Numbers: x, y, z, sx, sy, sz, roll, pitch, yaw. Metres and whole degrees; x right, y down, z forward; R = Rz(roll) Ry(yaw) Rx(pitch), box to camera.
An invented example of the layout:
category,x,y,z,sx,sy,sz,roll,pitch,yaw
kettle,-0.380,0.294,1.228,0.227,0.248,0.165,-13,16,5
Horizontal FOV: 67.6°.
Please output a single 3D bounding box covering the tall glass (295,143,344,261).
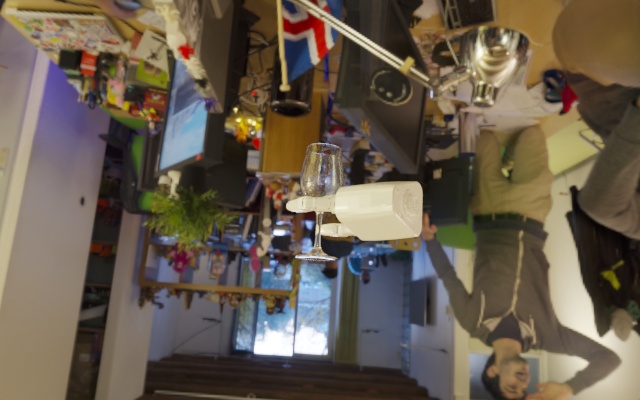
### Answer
category,x,y,z,sx,sy,sz,roll,pitch,yaw
tall glass,0.000,0.003,0.847,0.079,0.201,0.079,4,-12,1
